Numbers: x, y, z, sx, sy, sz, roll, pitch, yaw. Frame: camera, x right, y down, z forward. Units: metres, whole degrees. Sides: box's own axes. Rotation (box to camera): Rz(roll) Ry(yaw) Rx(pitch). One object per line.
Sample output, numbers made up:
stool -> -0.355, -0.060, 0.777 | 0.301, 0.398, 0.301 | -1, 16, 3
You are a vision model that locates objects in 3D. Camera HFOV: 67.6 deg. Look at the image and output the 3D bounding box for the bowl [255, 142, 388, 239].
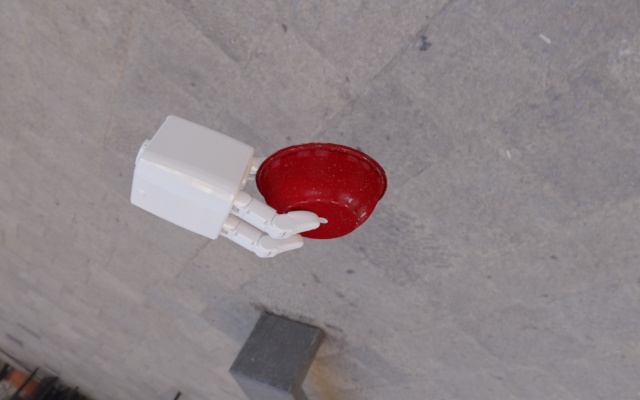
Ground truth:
bowl -> 0.001, 0.002, 0.573 | 0.162, 0.055, 0.162 | 1, -33, 1
